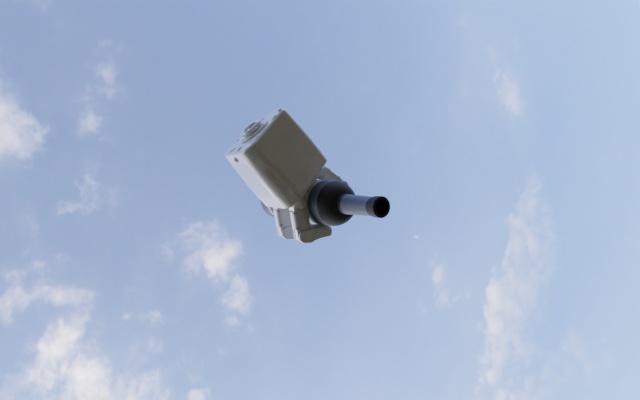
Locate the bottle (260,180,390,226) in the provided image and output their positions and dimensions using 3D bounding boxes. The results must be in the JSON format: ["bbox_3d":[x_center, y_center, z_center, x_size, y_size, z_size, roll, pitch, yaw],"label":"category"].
[{"bbox_3d":[0.000,0.002,0.719,0.069,0.069,0.295,0,2,-31],"label":"bottle"}]
